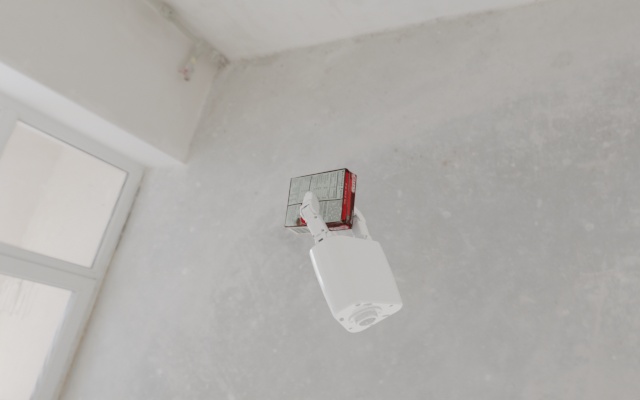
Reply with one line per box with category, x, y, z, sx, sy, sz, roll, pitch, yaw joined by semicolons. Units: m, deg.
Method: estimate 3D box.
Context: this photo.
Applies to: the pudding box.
pudding box;0.000;0.002;0.755;0.113;0.090;0.039;-7;-24;33
